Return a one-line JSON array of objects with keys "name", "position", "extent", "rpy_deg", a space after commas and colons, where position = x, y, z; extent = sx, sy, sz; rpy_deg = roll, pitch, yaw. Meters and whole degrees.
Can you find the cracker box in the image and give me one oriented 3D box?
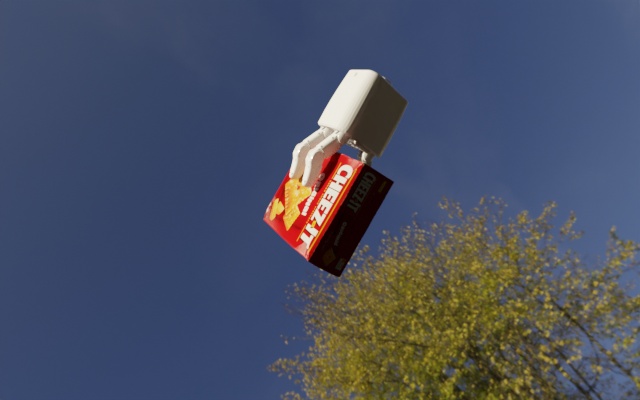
[{"name": "cracker box", "position": [0.000, 0.003, 0.773], "extent": [0.072, 0.164, 0.213], "rpy_deg": [28, 1, -28]}]
